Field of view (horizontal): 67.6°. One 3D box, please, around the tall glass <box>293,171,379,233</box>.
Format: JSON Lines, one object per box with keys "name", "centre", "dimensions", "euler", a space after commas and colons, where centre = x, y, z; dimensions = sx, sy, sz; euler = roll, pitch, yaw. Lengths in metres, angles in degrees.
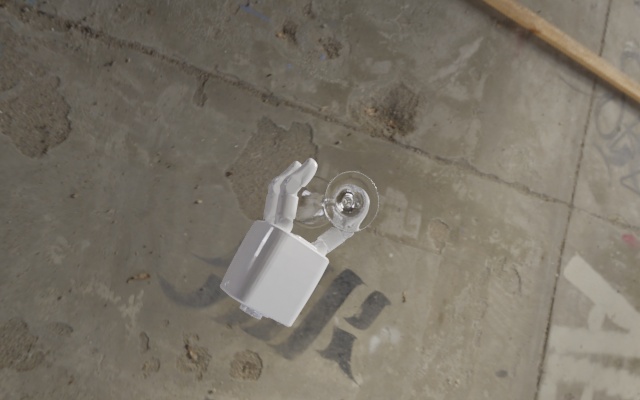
{"name": "tall glass", "centre": [0.000, 0.002, 0.665], "dimensions": [0.079, 0.079, 0.201], "euler": [0, 0, -22]}
